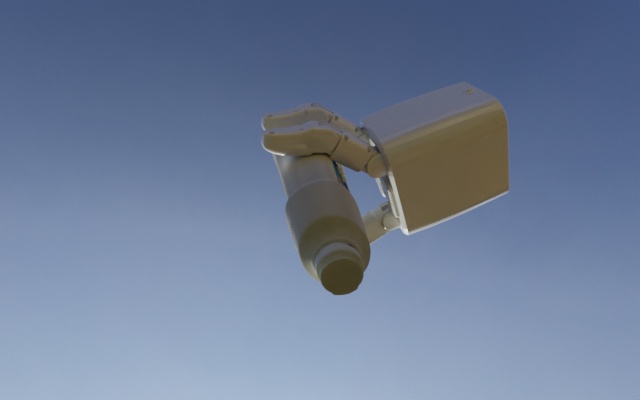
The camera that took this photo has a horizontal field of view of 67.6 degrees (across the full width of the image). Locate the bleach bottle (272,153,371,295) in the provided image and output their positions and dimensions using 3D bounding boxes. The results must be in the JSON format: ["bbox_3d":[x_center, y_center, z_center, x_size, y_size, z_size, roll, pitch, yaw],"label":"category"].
[{"bbox_3d":[0.000,0.001,0.418,0.068,0.103,0.250,-22,27,2],"label":"bleach bottle"}]
